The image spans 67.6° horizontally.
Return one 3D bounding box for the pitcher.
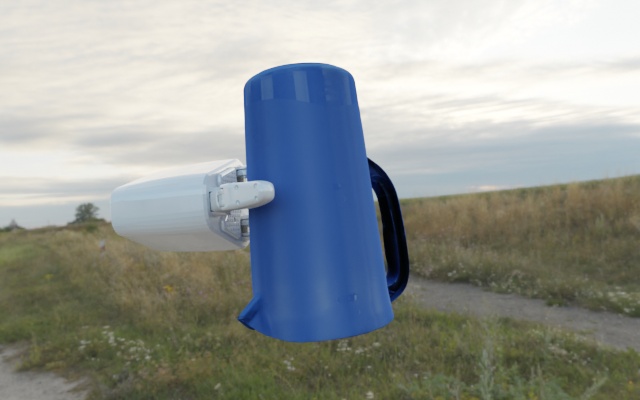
[{"bbox_3d":[0.000,0.002,0.461,0.145,0.243,0.149,-6,-2,15],"label":"pitcher"}]
